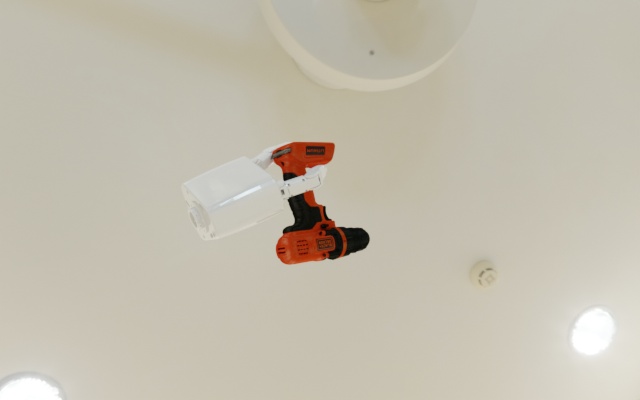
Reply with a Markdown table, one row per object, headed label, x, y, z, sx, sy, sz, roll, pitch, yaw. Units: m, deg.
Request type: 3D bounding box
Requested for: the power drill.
| label | x | y | z | sx | sy | sz | roll | pitch | yaw |
| --- | --- | --- | --- | --- | --- | --- | --- | --- | --- |
| power drill | 0.000 | 0.002 | 0.760 | 0.184 | 0.187 | 0.057 | -4 | -9 | -44 |
